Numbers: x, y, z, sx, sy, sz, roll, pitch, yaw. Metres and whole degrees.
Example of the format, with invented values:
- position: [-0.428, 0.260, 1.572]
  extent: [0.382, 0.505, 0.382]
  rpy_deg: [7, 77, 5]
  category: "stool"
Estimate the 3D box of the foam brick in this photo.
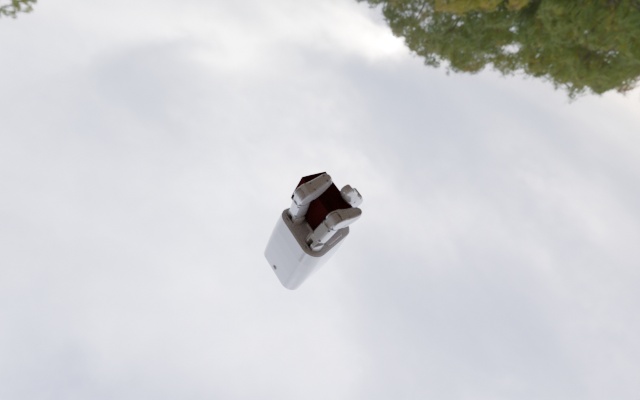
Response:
- position: [0.000, 0.002, 0.745]
  extent: [0.053, 0.078, 0.051]
  rpy_deg: [-13, -32, -39]
  category: "foam brick"
